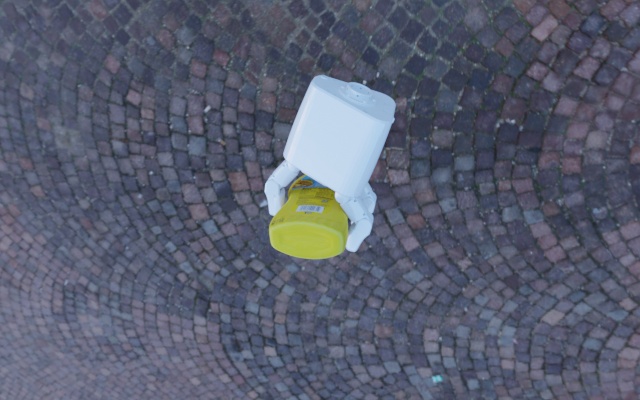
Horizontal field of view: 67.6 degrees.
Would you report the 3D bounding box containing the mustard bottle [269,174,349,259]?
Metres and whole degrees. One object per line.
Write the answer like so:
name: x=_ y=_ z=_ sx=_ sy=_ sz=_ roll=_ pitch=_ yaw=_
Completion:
mustard bottle: x=0.000 y=0.003 z=0.659 sx=0.096 sy=0.058 sz=0.191 roll=2 pitch=31 yaw=12
